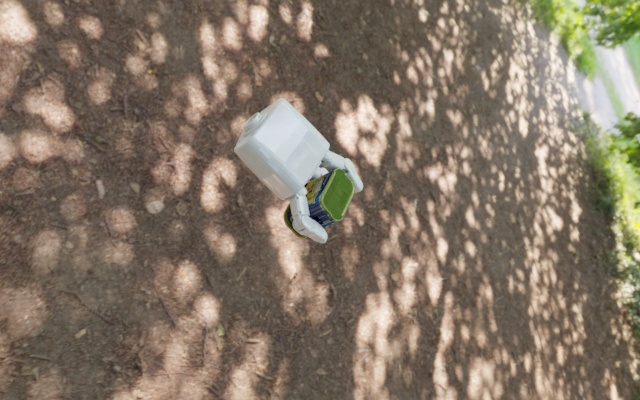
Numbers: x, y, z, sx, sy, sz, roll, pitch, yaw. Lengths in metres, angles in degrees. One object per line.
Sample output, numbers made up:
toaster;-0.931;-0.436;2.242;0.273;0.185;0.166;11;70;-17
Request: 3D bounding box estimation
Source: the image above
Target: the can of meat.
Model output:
can of meat;0.000;0.002;0.762;0.084;0.057;0.102;-25;26;40
